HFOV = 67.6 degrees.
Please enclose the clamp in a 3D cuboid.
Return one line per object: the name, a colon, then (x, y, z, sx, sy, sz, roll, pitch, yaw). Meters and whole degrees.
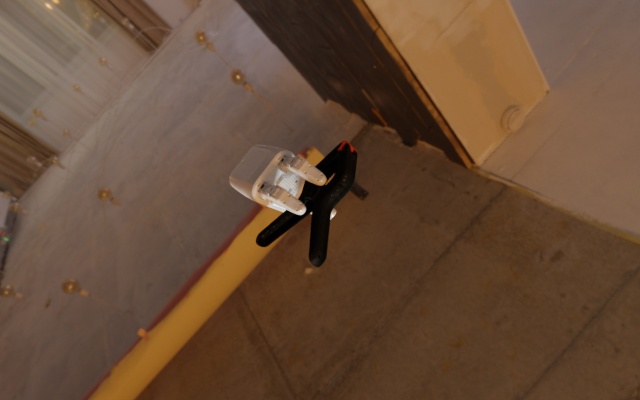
clamp: (0.001, 0.002, 0.719, 0.036, 0.210, 0.164, 42, -12, -34)
